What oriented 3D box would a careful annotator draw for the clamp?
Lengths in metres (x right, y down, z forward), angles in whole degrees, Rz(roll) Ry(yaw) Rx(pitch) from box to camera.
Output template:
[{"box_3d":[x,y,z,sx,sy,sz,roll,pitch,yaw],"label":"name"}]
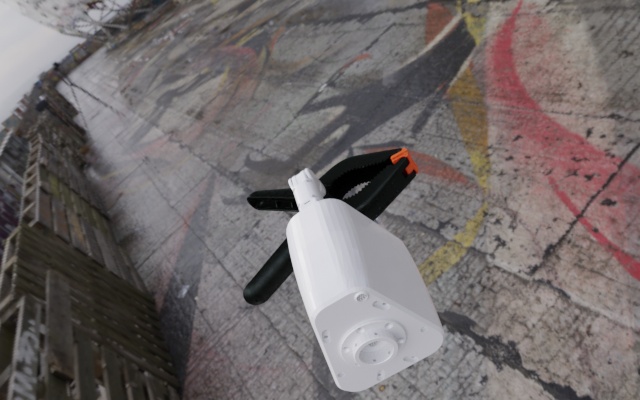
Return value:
[{"box_3d":[0.000,0.001,0.508,0.210,0.036,0.164,-32,37,10],"label":"clamp"}]
